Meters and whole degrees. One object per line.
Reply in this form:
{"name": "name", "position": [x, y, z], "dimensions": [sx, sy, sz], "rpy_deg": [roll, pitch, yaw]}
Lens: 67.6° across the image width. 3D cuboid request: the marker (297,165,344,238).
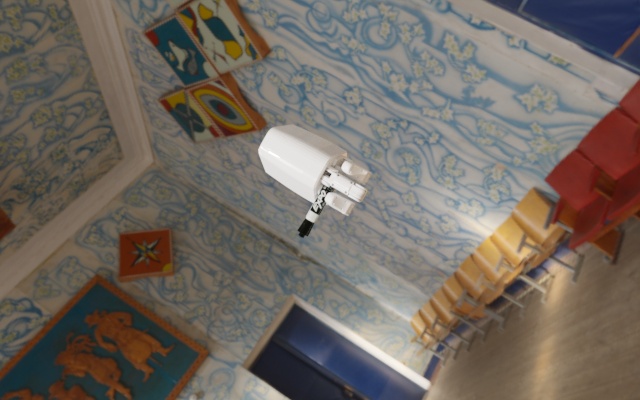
{"name": "marker", "position": [0.000, 0.002, 0.722], "dimensions": [0.020, 0.121, 0.020], "rpy_deg": [30, 2, -1]}
